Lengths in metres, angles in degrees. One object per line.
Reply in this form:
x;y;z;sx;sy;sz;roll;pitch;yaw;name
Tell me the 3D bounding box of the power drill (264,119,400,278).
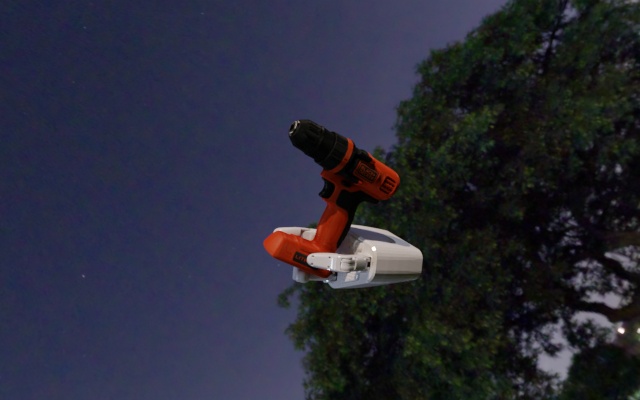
0.000;0.003;0.657;0.184;0.187;0.057;28;8;-27;power drill
